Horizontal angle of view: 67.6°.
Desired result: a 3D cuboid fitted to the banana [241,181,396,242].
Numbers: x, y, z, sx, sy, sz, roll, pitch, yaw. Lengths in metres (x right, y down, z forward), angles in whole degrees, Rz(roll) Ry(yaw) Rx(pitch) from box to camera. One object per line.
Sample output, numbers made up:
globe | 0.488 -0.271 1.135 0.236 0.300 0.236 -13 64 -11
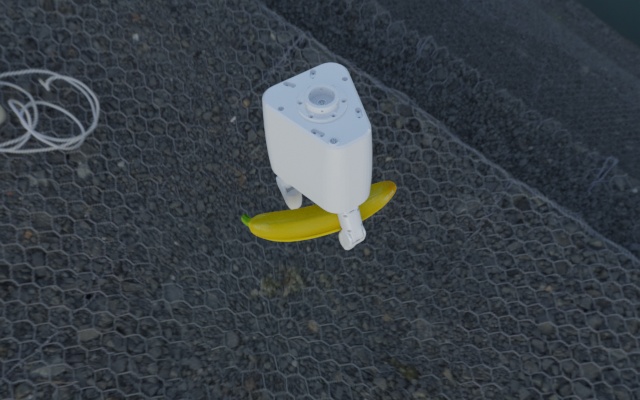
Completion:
banana | -0.001 0.014 0.569 0.198 0.037 0.069 -11 39 2
